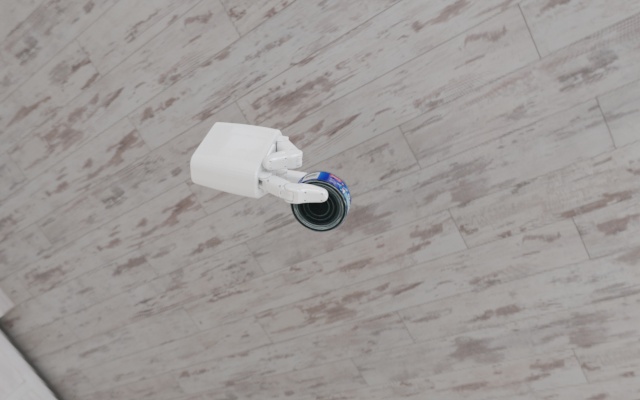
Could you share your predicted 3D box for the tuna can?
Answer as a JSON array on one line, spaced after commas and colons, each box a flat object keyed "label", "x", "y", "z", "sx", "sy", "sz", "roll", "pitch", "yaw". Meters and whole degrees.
[{"label": "tuna can", "x": 0.000, "y": 0.003, "z": 0.692, "sx": 0.086, "sy": 0.086, "sz": 0.033, "roll": 0, "pitch": 26, "yaw": 14}]
